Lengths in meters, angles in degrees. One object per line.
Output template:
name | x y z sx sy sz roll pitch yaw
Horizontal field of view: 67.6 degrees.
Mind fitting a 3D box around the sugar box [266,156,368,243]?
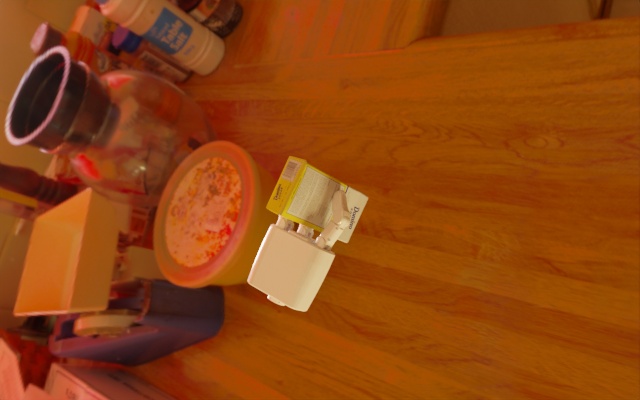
sugar box | 0.000 0.003 0.791 0.048 0.093 0.176 24 -2 41
